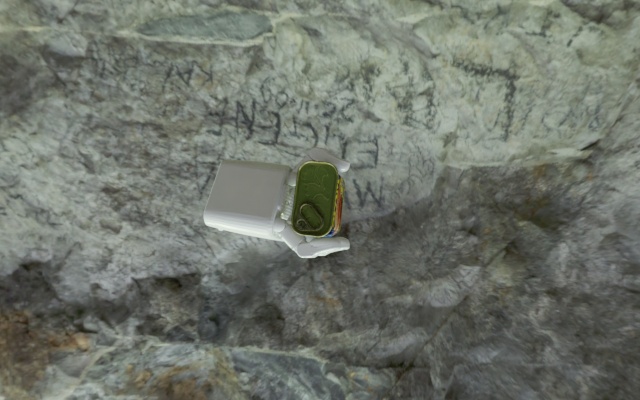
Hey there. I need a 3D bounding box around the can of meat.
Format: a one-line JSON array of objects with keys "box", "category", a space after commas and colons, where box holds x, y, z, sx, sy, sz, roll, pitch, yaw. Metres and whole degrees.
[{"box": [0.000, 0.002, 0.677, 0.057, 0.102, 0.084, 6, -6, 12], "category": "can of meat"}]
